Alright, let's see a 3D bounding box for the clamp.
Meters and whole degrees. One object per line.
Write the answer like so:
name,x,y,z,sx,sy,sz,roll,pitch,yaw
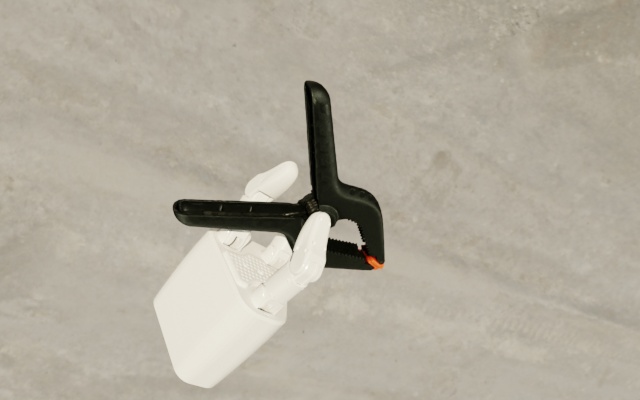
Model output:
clamp,0.000,0.002,0.434,0.210,0.164,0.036,32,22,-34
